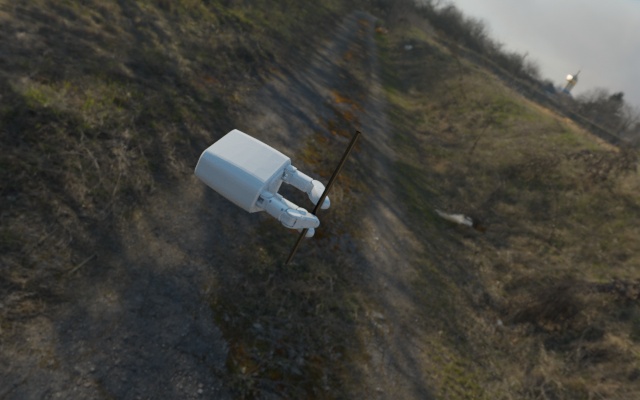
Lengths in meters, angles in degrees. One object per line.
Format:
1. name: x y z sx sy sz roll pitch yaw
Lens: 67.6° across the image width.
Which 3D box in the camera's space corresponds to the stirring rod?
1. stirring rod: 0.000 0.002 0.712 0.011 0.240 0.011 24 23 -11
